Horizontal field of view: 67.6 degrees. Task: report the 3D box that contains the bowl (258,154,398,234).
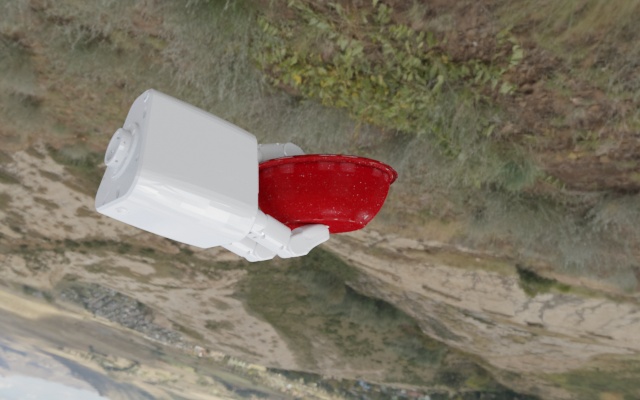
[{"bbox_3d":[0.001,0.002,0.500,0.162,0.055,0.162,-1,-13,0],"label":"bowl"}]
